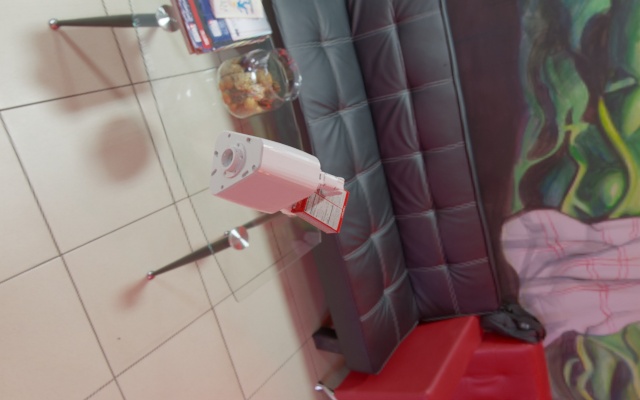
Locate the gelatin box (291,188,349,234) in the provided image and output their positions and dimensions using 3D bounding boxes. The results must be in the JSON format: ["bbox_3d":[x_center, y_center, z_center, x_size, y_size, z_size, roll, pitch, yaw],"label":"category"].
[{"bbox_3d":[0.001,0.003,0.758,0.030,0.073,0.089,-7,-30,46],"label":"gelatin box"}]
